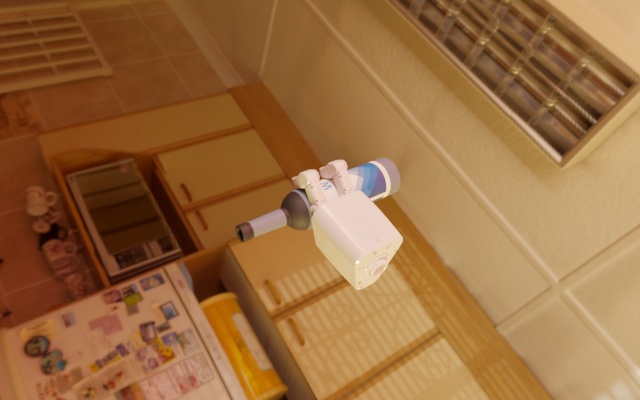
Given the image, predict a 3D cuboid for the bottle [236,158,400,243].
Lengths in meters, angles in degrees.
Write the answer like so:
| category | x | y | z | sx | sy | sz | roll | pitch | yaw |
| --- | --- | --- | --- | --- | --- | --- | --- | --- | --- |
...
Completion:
| category | x | y | z | sx | sy | sz | roll | pitch | yaw |
| --- | --- | --- | --- | --- | --- | --- | --- | --- | --- |
| bottle | 0.000 | 0.002 | 0.772 | 0.295 | 0.069 | 0.069 | -22 | 11 | -30 |
